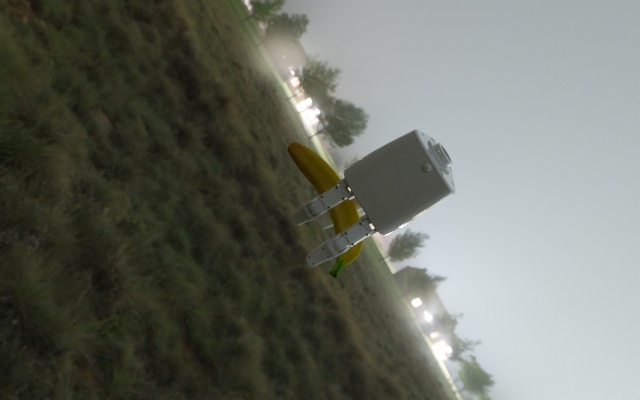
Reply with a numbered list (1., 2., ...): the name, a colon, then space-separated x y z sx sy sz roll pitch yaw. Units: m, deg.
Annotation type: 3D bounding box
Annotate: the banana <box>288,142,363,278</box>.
1. banana: 0.015 0.004 0.662 0.069 0.197 0.037 -6 -21 -44
